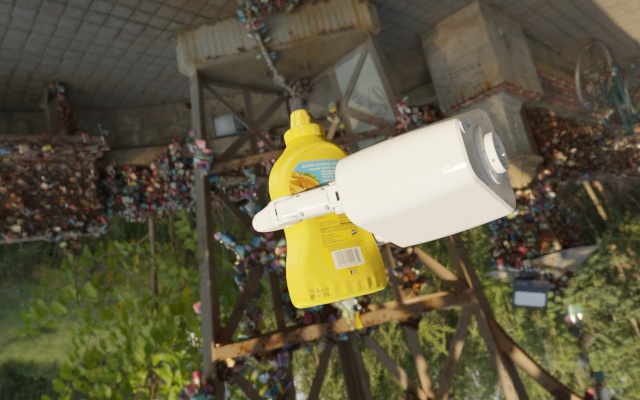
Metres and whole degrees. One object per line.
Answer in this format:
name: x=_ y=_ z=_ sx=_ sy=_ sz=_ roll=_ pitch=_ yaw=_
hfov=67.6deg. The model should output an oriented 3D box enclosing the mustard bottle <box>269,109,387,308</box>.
mustard bottle: x=0.000 y=0.002 z=0.468 sx=0.096 sy=0.191 sz=0.058 roll=-6 pitch=-13 yaw=-31
